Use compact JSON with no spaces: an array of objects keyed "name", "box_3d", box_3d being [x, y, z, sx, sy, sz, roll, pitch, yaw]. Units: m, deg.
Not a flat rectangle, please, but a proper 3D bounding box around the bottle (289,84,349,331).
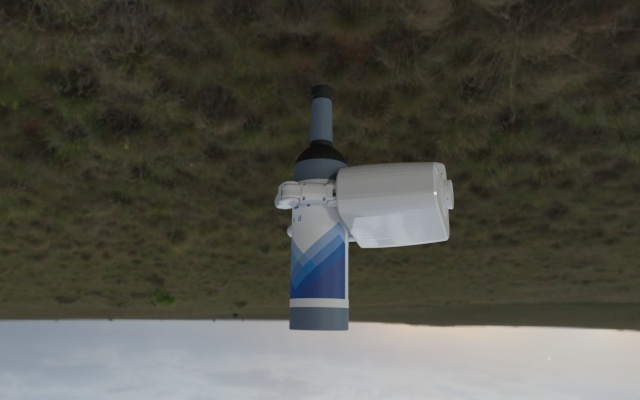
[{"name":"bottle","box_3d":[0.000,0.002,0.568,0.069,0.295,0.069,1,-14,0]}]
